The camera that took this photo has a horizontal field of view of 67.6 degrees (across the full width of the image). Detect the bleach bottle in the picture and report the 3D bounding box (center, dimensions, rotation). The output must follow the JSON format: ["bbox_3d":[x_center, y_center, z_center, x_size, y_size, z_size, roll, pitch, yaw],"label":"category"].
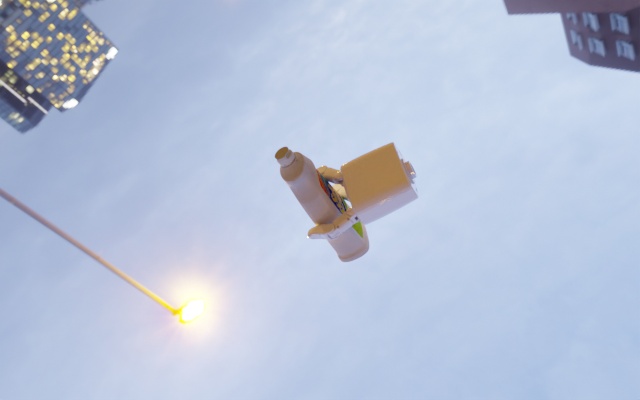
[{"bbox_3d":[0.000,0.003,0.859,0.068,0.102,0.251,-27,-50,16],"label":"bleach bottle"}]
